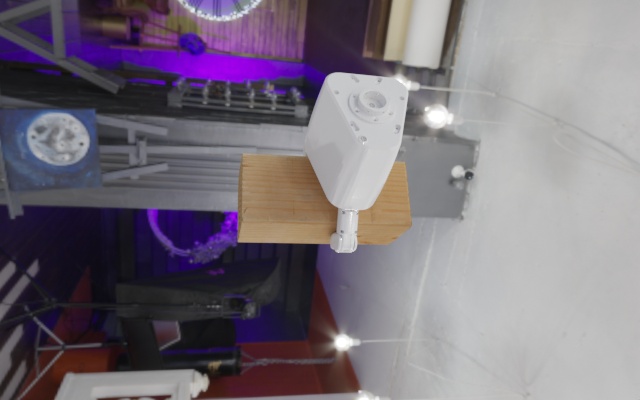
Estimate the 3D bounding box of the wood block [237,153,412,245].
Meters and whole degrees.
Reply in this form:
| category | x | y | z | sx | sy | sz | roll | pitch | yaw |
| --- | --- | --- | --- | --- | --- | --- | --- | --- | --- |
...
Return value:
| category | x | y | z | sx | sy | sz | roll | pitch | yaw |
| --- | --- | --- | --- | --- | --- | --- | --- | --- | --- |
| wood block | 0.000 | 0.002 | 0.611 | 0.206 | 0.090 | 0.090 | 2 | -21 | -12 |
